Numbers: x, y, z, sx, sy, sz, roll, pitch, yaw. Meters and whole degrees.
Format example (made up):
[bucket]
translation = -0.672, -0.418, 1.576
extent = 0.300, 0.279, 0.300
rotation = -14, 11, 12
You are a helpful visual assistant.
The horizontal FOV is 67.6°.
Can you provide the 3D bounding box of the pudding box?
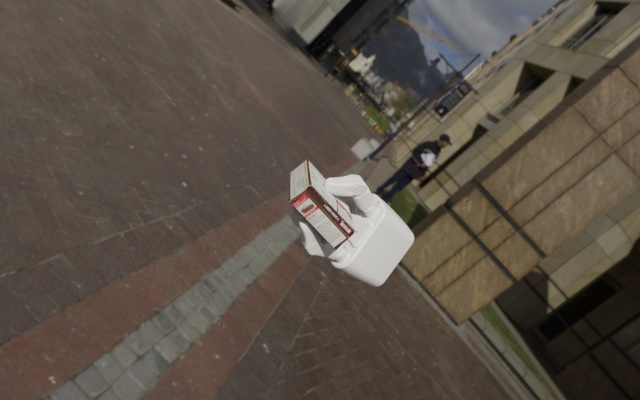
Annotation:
[pudding box]
translation = 0.000, 0.002, 0.632
extent = 0.039, 0.090, 0.113
rotation = -41, 18, 10
